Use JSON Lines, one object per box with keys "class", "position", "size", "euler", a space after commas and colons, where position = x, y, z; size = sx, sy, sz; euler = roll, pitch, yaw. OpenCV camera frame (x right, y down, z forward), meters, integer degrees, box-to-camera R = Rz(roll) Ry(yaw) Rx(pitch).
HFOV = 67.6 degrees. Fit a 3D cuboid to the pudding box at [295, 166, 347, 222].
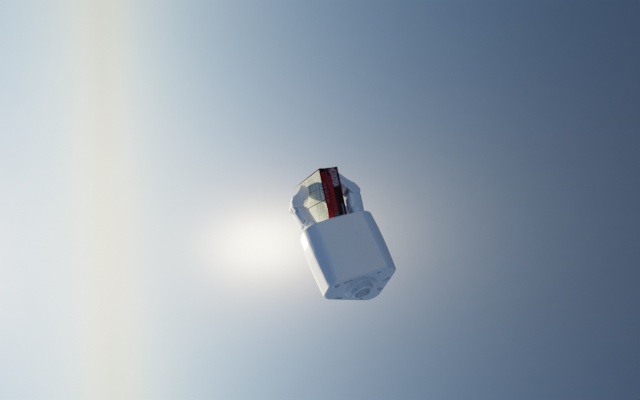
{"class": "pudding box", "position": [0.000, 0.003, 0.794], "size": [0.039, 0.090, 0.113], "euler": [-5, -11, -27]}
